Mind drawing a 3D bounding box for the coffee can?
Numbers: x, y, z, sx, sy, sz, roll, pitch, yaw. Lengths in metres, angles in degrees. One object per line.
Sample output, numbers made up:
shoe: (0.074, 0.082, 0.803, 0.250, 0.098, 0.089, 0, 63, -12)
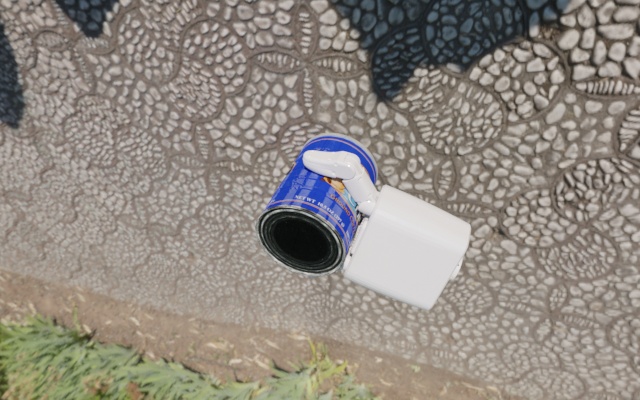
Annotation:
coffee can: (0.000, 0.002, 0.553, 0.103, 0.103, 0.140, 0, 39, 25)
